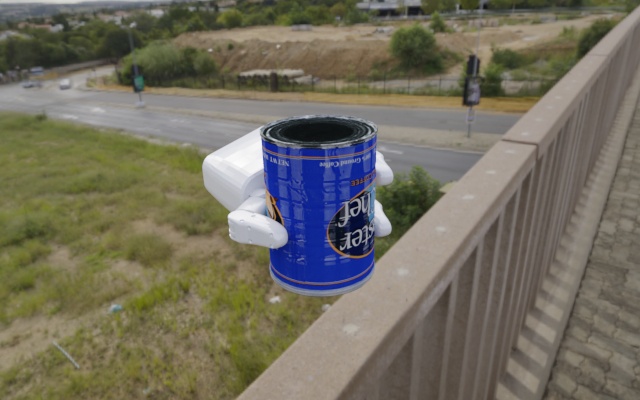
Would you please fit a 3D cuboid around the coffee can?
[{"bbox_3d":[0.000,0.002,0.440,0.103,0.140,0.102,-1,23,1],"label":"coffee can"}]
